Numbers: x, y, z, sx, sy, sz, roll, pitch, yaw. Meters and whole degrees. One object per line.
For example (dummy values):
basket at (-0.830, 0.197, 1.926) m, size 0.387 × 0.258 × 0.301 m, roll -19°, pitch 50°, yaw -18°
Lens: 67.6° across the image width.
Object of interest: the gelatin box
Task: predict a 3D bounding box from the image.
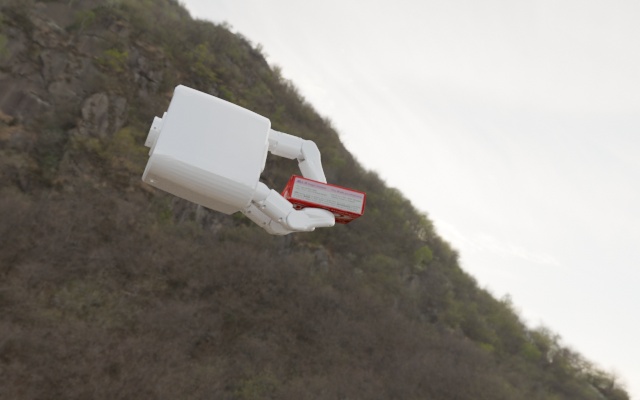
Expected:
gelatin box at (0.001, 0.001, 0.560) m, size 0.089 × 0.030 × 0.073 m, roll 13°, pitch -13°, yaw -10°
